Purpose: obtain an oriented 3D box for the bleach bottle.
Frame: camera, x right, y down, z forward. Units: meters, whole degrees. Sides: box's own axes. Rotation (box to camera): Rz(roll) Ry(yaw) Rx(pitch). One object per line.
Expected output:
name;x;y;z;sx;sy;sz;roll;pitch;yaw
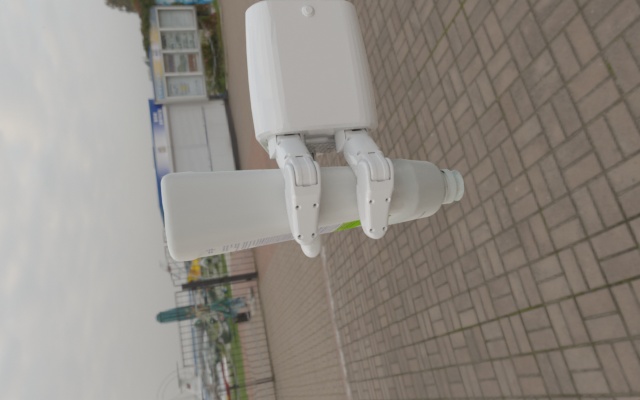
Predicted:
bleach bottle;0.000;0.001;0.407;0.251;0.068;0.102;-7;-6;-15
